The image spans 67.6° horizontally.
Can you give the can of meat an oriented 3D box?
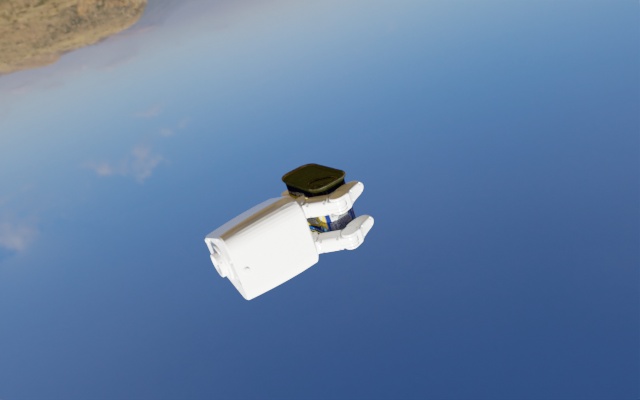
[{"bbox_3d":[0.000,0.002,0.661,0.057,0.084,0.102,-30,27,-26],"label":"can of meat"}]
